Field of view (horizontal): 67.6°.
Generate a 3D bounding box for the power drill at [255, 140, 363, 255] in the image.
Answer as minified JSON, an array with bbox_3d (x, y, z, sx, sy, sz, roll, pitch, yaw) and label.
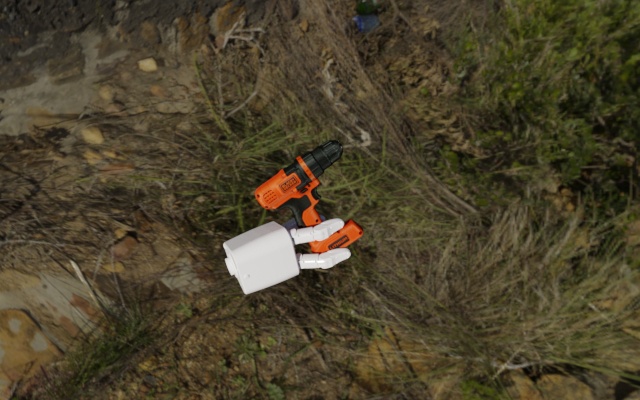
[{"bbox_3d":[0.000,0.003,0.891,0.184,0.188,0.057,-34,13,4],"label":"power drill"}]
